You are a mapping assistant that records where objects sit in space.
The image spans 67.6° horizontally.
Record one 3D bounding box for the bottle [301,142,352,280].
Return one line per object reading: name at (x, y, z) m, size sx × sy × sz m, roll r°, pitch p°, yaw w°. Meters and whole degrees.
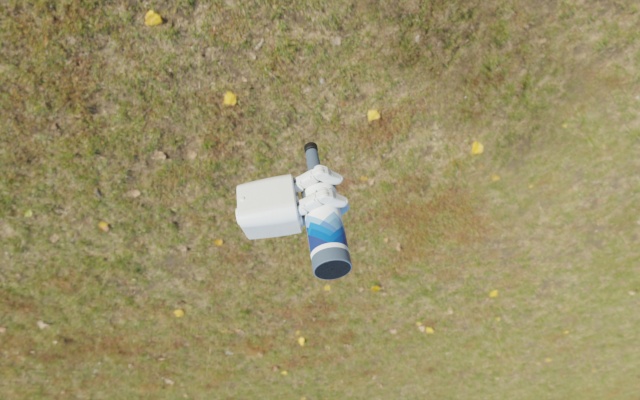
bottle at (0.000, 0.003, 0.890) m, size 0.069 × 0.295 × 0.069 m, roll -6°, pitch -38°, yaw -5°
